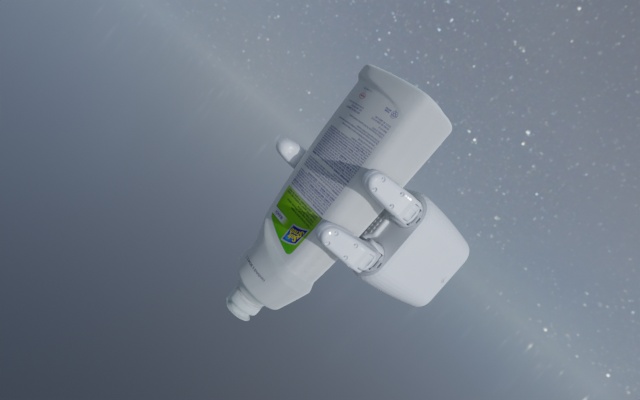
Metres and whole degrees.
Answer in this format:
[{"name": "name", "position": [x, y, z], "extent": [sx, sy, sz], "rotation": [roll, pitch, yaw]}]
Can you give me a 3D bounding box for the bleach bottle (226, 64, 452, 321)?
[{"name": "bleach bottle", "position": [0.000, 0.001, 0.435], "extent": [0.068, 0.251, 0.102], "rotation": [36, 7, -43]}]
